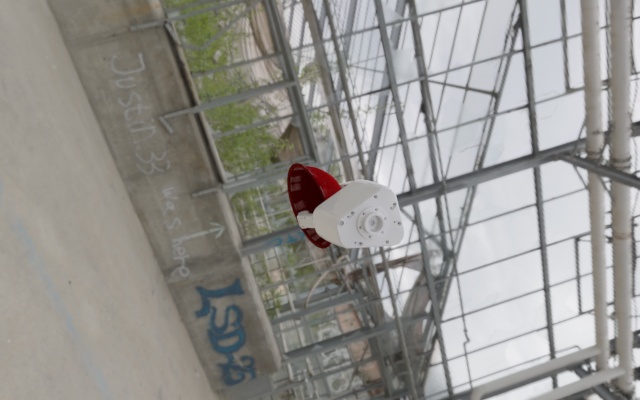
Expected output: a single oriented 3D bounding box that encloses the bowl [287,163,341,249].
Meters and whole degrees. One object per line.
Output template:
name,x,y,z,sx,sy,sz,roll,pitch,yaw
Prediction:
bowl,0.000,0.002,0.865,0.055,0.162,0.162,-21,9,-24
